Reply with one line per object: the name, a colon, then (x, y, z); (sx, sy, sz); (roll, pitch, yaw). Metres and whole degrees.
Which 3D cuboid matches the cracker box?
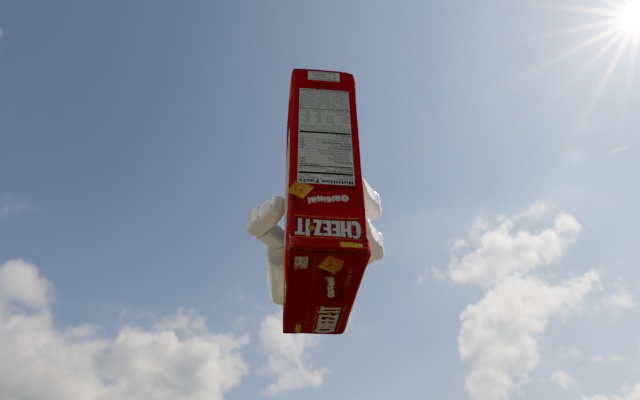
cracker box: (0.000, 0.001, 0.477); (0.072, 0.213, 0.164); (2, -37, -4)
